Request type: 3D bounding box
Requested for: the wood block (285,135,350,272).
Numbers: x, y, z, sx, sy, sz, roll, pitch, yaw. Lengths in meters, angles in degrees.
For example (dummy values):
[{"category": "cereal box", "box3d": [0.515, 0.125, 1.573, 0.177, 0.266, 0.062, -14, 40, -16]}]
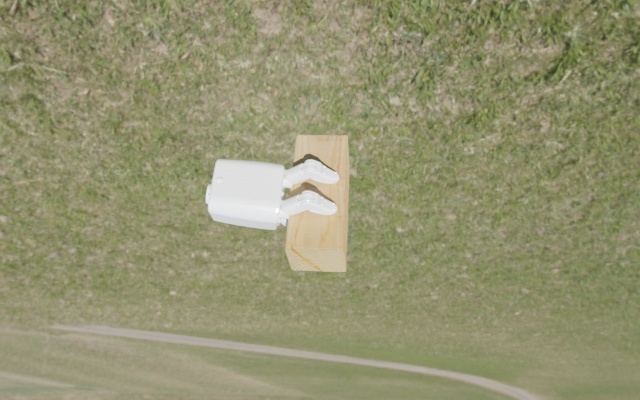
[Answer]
[{"category": "wood block", "box3d": [0.000, 0.003, 0.777, 0.090, 0.206, 0.091, 1, -29, 5]}]
